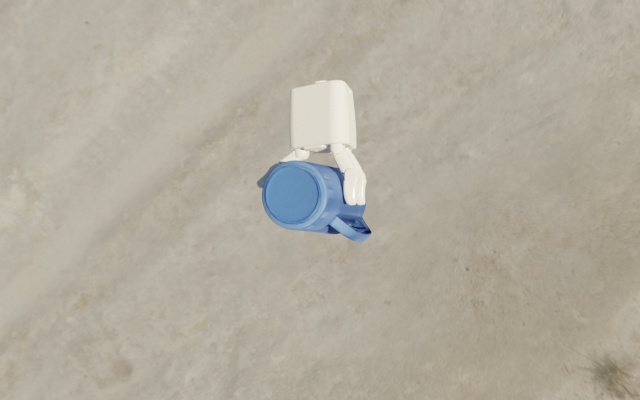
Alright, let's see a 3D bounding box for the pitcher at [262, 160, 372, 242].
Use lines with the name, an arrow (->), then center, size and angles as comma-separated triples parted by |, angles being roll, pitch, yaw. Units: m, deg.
pitcher -> 0.000, 0.003, 0.834 | 0.149, 0.145, 0.243 | -2, -2, 17
